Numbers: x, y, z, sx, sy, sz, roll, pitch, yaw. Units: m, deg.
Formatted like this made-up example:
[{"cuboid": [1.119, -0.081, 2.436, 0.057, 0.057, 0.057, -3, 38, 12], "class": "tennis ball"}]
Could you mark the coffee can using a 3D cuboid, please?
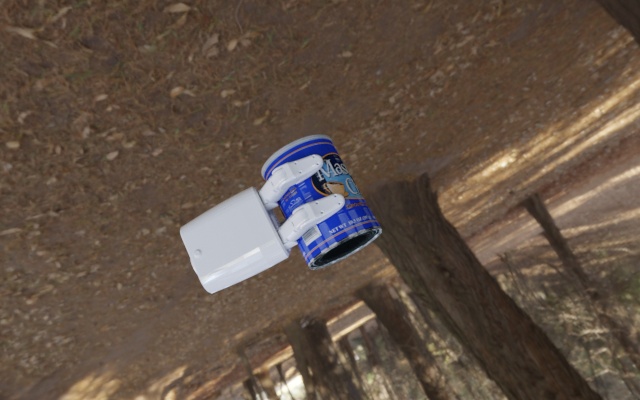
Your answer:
[{"cuboid": [0.000, 0.002, 0.609, 0.103, 0.140, 0.103, -26, -17, -8], "class": "coffee can"}]
